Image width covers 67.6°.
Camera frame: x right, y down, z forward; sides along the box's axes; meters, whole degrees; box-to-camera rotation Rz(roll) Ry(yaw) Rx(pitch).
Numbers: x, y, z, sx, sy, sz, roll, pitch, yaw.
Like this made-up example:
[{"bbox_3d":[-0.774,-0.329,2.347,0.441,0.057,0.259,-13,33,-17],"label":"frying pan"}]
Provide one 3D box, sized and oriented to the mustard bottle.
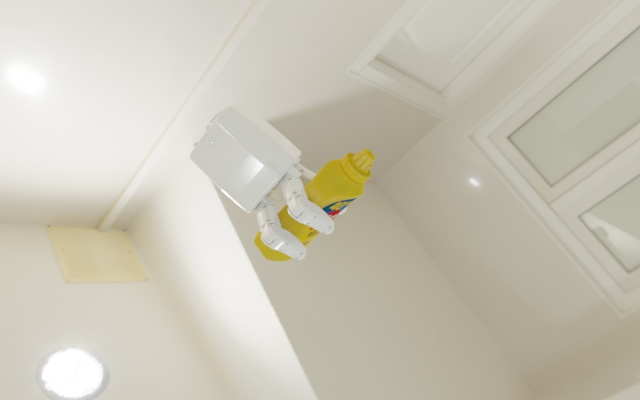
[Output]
[{"bbox_3d":[0.000,0.002,0.621,0.192,0.058,0.096,-45,-17,29],"label":"mustard bottle"}]
